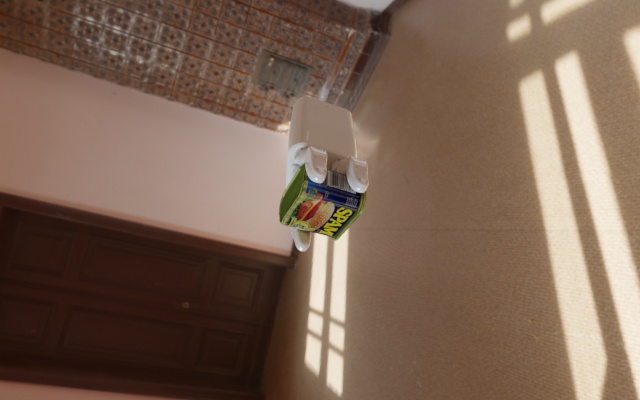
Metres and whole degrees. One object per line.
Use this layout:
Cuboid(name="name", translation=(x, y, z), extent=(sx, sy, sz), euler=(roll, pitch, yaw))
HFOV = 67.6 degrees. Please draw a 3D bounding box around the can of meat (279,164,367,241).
Cuboid(name="can of meat", translation=(0.000, 0.002, 0.623), extent=(0.084, 0.057, 0.102), euler=(15, -37, -17))
